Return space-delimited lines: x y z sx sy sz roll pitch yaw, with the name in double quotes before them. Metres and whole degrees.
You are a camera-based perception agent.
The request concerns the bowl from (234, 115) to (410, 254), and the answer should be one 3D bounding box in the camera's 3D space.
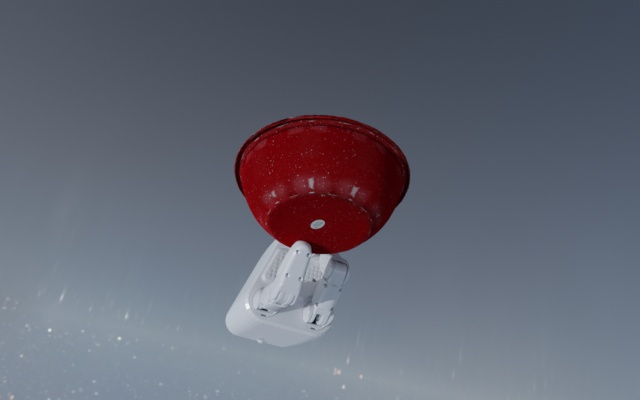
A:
"bowl" 0.000 0.001 0.425 0.162 0.055 0.162 2 -38 2
